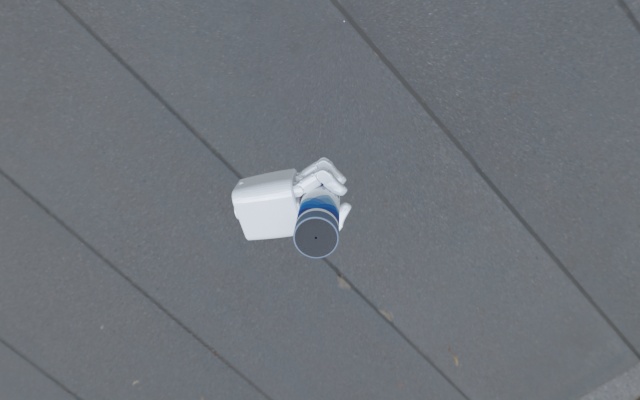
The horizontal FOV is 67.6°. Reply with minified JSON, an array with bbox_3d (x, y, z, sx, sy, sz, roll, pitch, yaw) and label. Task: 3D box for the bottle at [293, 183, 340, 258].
[{"bbox_3d":[0.000,0.003,0.825,0.069,0.069,0.295,0,21,3],"label":"bottle"}]
